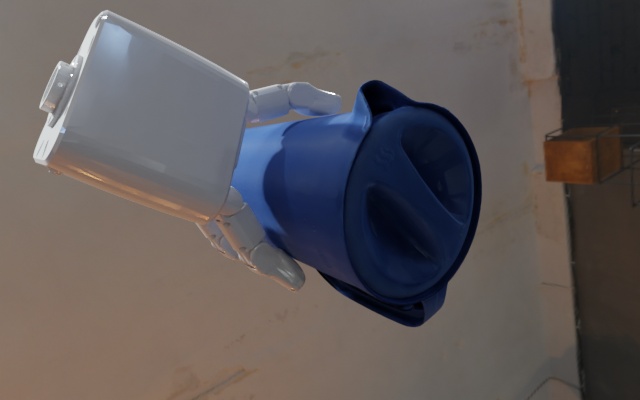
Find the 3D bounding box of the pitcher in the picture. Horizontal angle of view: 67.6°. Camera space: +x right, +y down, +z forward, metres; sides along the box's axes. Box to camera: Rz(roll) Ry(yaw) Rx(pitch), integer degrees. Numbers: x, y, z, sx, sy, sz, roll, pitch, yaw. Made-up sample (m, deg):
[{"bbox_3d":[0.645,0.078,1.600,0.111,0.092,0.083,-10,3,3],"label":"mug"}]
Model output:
[{"bbox_3d":[0.000,0.001,0.404,0.145,0.149,0.243,22,-8,-36],"label":"pitcher"}]
